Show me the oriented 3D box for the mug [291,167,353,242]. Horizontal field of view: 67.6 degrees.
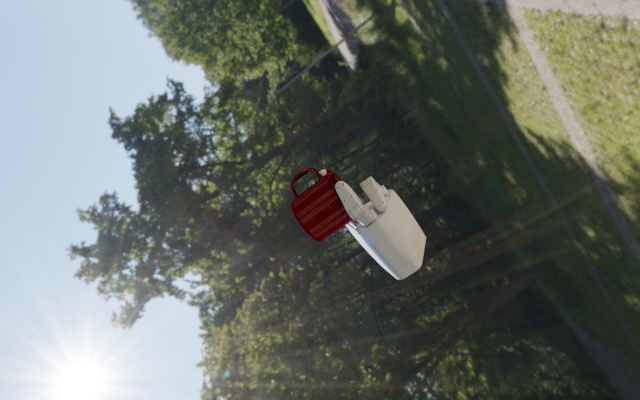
[{"bbox_3d":[-0.001,0.002,0.755,0.081,0.117,0.093,-37,11,13],"label":"mug"}]
